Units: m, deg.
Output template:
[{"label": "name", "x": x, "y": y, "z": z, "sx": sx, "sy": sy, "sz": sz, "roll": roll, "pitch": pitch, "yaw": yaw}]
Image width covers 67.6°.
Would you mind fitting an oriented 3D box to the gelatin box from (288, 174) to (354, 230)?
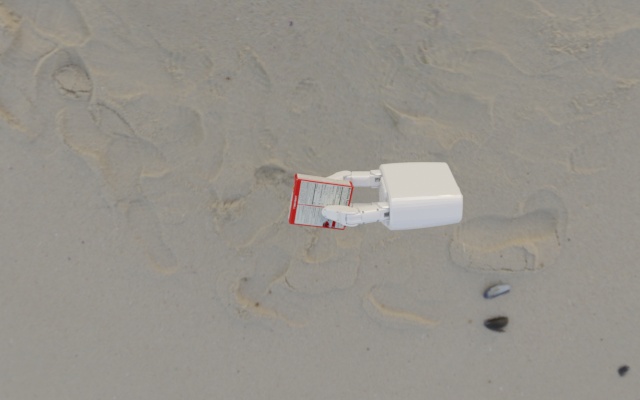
[{"label": "gelatin box", "x": 0.000, "y": 0.002, "z": 0.721, "sx": 0.089, "sy": 0.073, "sz": 0.030, "roll": 7, "pitch": 20, "yaw": -9}]
